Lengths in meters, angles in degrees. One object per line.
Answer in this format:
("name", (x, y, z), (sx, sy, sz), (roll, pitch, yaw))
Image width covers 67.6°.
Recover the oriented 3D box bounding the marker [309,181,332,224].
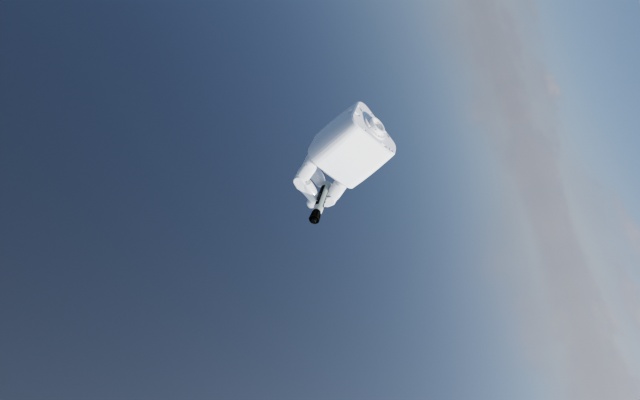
("marker", (0.000, 0.003, 0.856), (0.020, 0.020, 0.121), (0, 33, 14))
